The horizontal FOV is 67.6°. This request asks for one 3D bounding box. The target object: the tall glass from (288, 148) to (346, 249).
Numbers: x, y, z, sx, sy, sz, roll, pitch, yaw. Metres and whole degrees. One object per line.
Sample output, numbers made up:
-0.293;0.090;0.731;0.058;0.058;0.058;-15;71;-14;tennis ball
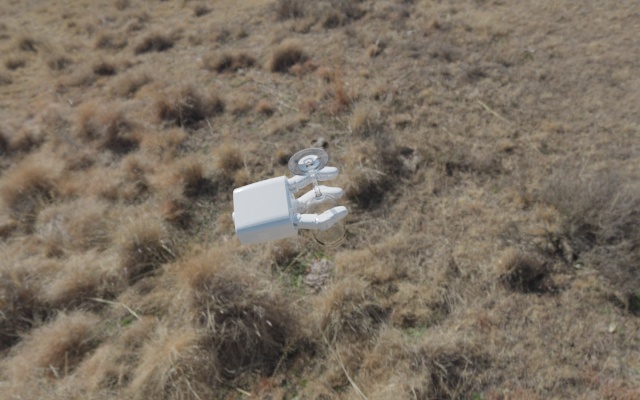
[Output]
0.000;0.002;0.896;0.079;0.201;0.079;-9;42;9;tall glass
